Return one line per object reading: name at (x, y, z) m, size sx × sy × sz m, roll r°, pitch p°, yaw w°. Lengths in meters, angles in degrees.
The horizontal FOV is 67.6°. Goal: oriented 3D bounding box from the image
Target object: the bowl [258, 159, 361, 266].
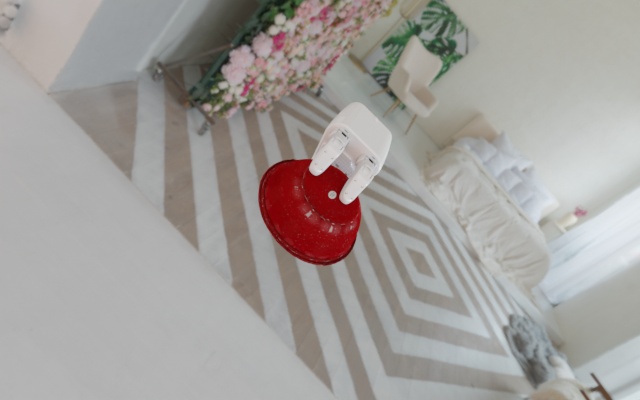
bowl at (0.000, 0.003, 0.638) m, size 0.162 × 0.162 × 0.055 m, roll 0°, pitch -26°, yaw -38°
